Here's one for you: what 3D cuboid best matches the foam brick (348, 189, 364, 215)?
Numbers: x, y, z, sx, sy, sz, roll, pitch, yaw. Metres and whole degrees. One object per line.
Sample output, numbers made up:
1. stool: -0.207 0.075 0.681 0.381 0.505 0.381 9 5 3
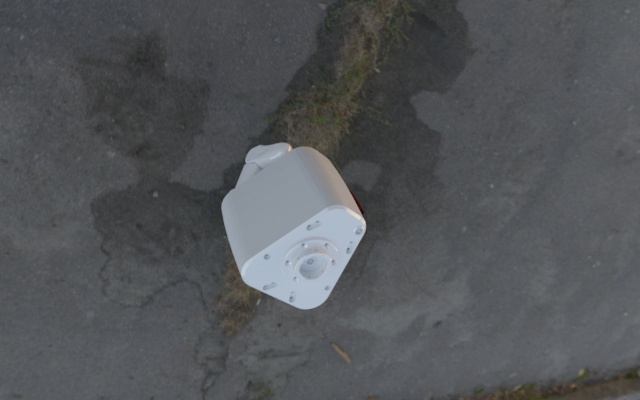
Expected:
1. foam brick: 0.000 0.002 0.535 0.078 0.053 0.051 33 16 -33
